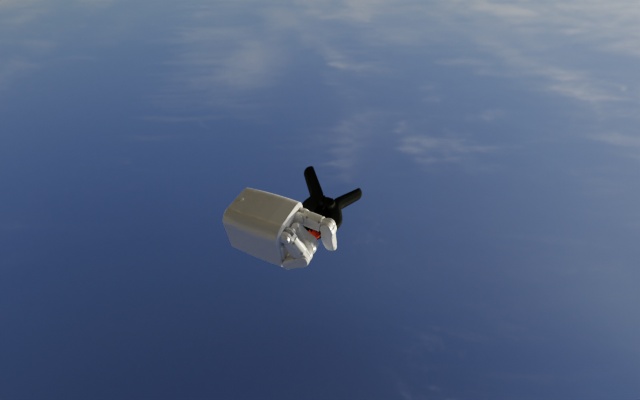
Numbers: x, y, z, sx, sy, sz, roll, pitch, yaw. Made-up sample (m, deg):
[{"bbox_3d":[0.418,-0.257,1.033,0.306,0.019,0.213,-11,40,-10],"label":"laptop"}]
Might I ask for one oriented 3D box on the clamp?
[{"bbox_3d":[0.000,0.003,0.880,0.120,0.039,0.171,26,40,7],"label":"clamp"}]
